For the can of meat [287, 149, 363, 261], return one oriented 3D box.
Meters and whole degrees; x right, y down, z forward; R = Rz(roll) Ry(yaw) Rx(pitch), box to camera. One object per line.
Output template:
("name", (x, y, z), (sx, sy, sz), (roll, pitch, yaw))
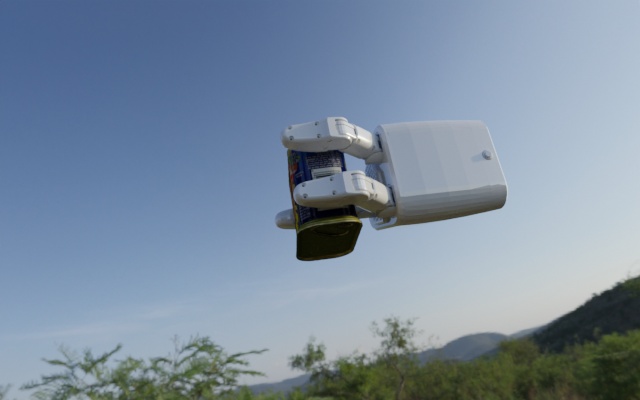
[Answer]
("can of meat", (0.000, 0.001, 0.450), (0.057, 0.084, 0.102), (-7, -23, -6))
